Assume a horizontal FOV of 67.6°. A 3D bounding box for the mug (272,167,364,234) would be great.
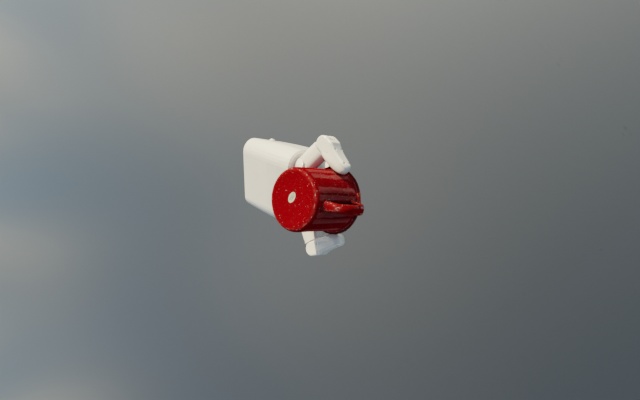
[{"bbox_3d":[0.001,0.002,0.608,0.117,0.093,0.081,18,11,40],"label":"mug"}]
